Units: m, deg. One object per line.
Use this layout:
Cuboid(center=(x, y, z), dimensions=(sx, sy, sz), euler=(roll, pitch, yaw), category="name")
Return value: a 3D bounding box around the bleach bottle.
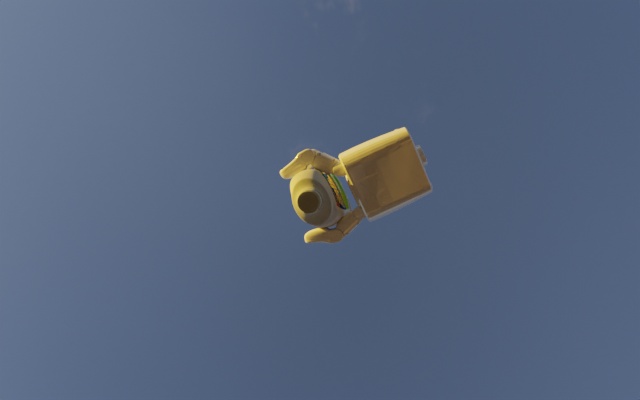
Cuboid(center=(0.000, 0.002, 0.719), dimensions=(0.068, 0.102, 0.251), euler=(-24, 1, 7), category="bleach bottle")
